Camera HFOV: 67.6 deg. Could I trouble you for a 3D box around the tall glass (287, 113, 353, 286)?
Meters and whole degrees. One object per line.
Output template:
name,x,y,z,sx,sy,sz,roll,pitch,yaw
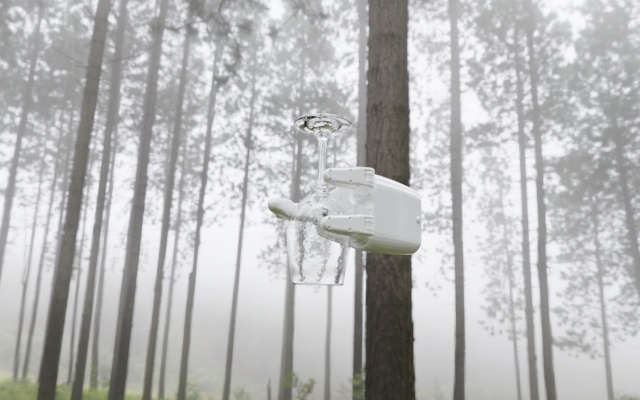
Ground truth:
tall glass,0.000,0.001,0.583,0.079,0.201,0.079,2,-11,0
